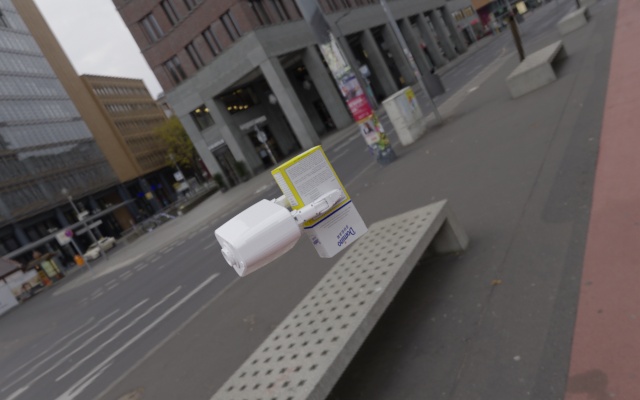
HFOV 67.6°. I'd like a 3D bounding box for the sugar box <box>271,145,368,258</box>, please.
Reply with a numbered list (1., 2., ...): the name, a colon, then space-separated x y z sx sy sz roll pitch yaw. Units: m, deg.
1. sugar box: 0.000 0.003 0.828 0.093 0.176 0.048 -32 10 -25
